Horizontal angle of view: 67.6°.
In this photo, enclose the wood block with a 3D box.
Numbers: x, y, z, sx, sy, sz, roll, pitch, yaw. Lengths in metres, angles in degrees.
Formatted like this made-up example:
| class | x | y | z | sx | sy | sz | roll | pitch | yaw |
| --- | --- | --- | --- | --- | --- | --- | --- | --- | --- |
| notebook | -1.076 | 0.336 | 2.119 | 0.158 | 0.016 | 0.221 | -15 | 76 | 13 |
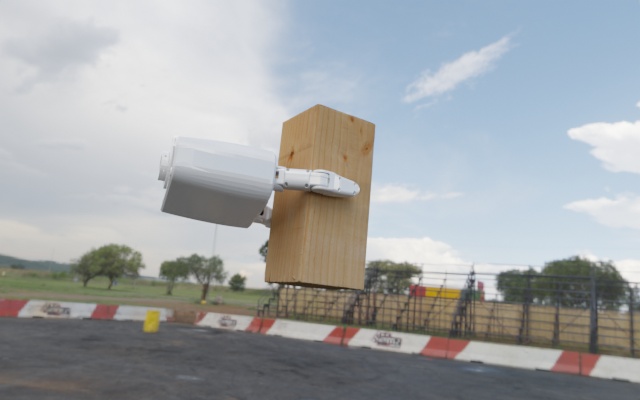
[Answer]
| class | x | y | z | sx | sy | sz | roll | pitch | yaw |
| --- | --- | --- | --- | --- | --- | --- | --- | --- | --- |
| wood block | 0.000 | 0.002 | 0.587 | 0.090 | 0.206 | 0.091 | 13 | -14 | -32 |
